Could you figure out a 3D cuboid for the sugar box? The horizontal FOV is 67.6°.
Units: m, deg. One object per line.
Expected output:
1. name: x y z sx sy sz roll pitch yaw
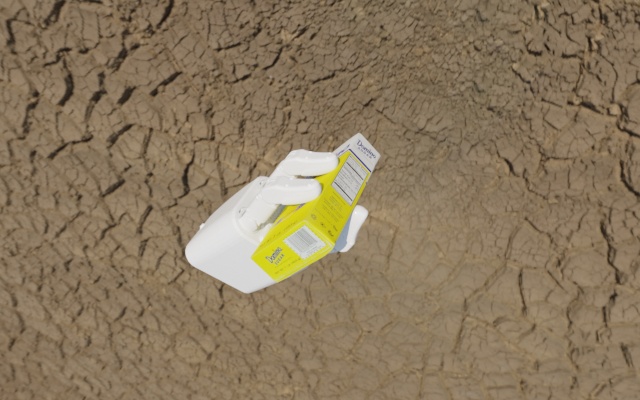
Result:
1. sugar box: 0.000 0.001 0.521 0.093 0.048 0.176 -35 18 38
